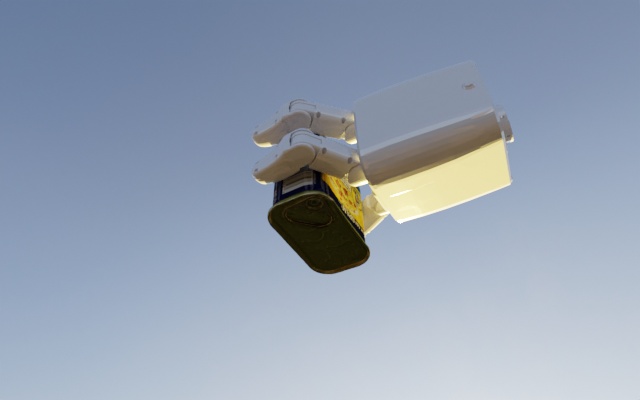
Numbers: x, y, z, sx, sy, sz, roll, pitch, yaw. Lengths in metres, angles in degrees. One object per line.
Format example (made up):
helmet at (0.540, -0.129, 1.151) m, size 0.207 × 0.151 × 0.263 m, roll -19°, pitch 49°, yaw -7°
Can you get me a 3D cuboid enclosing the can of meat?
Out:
can of meat at (0.000, 0.001, 0.423) m, size 0.057 × 0.083 × 0.102 m, roll -21°, pitch -48°, yaw 20°
